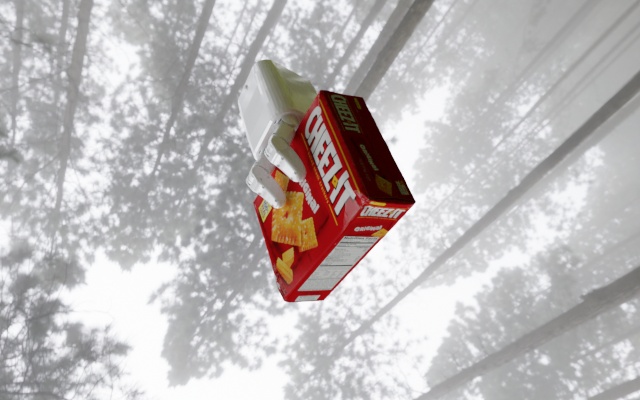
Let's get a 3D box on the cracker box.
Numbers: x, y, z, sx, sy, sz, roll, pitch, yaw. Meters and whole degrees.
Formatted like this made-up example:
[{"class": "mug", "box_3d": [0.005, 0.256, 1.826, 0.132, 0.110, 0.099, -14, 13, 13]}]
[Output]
[{"class": "cracker box", "box_3d": [0.000, 0.002, 0.582, 0.072, 0.164, 0.214, 2, -39, -32]}]
